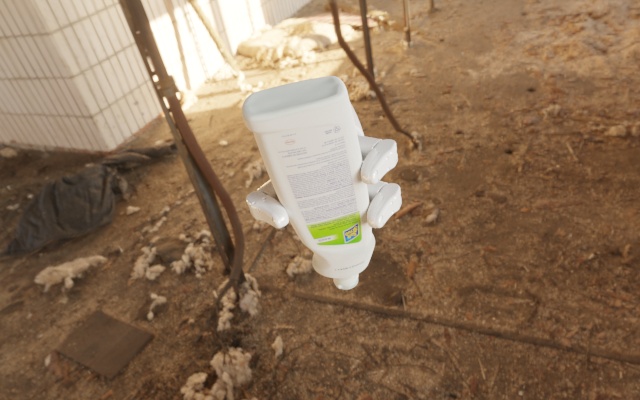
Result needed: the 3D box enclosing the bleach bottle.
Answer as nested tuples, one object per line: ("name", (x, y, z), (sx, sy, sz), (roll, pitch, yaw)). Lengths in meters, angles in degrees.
("bleach bottle", (0.000, 0.002, 0.509), (0.102, 0.251, 0.068), (-12, 36, 2))
